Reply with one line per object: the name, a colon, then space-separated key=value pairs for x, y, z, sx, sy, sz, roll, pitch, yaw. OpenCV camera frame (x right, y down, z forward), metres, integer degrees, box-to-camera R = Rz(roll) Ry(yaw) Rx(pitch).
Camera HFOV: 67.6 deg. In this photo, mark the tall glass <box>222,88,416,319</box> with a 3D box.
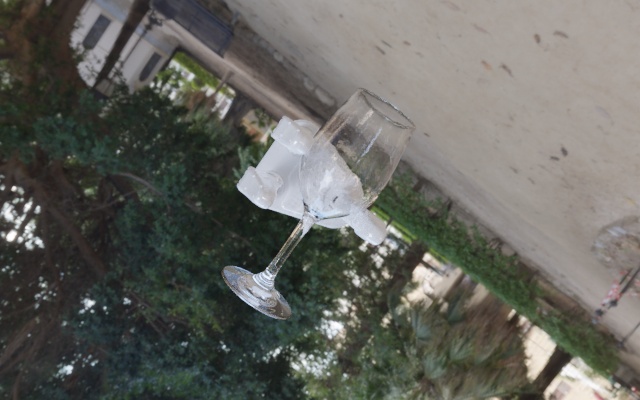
tall glass: x=0.000 y=0.002 z=0.421 sx=0.079 sy=0.201 sz=0.079 roll=35 pitch=4 yaw=-3
